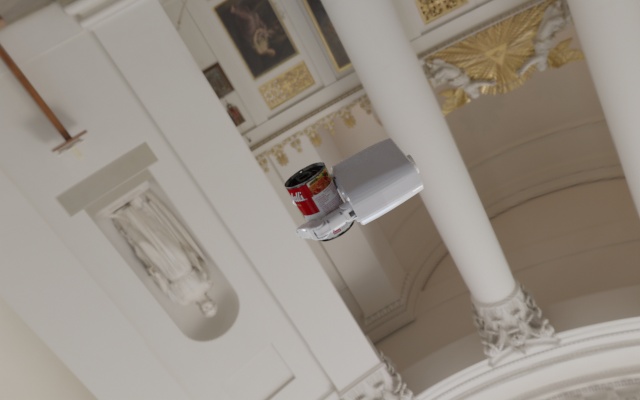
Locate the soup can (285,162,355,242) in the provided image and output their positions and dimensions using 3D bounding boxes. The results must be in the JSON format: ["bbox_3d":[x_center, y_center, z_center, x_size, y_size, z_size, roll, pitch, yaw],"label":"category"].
[{"bbox_3d":[0.000,0.003,0.722,0.068,0.102,0.068,-27,20,11],"label":"soup can"}]
